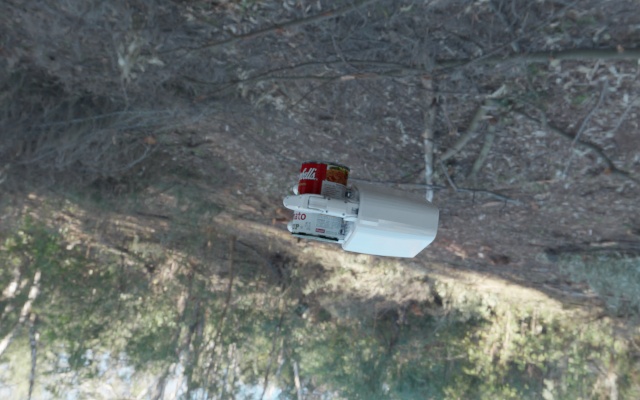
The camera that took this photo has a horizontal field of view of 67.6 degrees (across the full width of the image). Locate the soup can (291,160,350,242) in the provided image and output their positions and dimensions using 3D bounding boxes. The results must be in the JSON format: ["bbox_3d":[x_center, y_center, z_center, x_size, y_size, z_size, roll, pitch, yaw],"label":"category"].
[{"bbox_3d":[0.000,0.002,0.656,0.068,0.102,0.068,9,-7,1],"label":"soup can"}]
